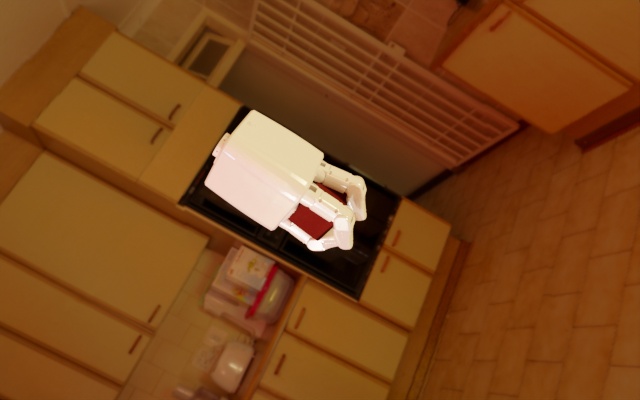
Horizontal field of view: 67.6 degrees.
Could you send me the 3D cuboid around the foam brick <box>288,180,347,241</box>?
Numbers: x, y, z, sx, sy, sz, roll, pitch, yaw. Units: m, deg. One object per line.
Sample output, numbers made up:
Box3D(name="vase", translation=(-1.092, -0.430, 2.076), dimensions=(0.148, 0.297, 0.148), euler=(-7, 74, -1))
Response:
Box3D(name="foam brick", translation=(0.000, 0.002, 0.619), dimensions=(0.053, 0.051, 0.078), euler=(-45, 13, 33))
